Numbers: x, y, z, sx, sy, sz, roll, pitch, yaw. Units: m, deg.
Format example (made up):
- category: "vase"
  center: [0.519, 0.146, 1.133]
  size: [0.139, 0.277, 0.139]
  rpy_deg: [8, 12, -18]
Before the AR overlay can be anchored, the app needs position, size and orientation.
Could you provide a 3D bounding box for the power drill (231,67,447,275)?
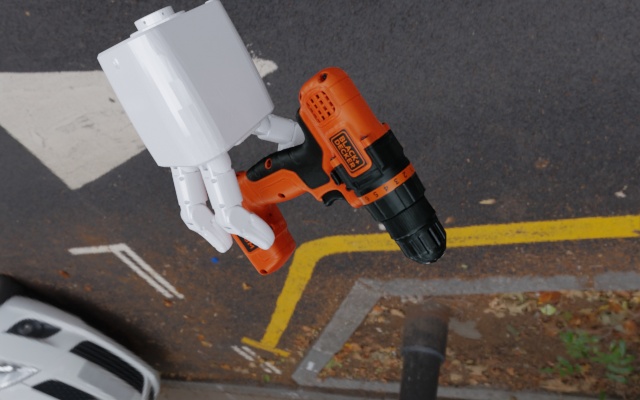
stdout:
- category: "power drill"
  center: [0.000, 0.001, 0.437]
  size: [0.188, 0.184, 0.057]
  rpy_deg: [-30, 4, 34]
